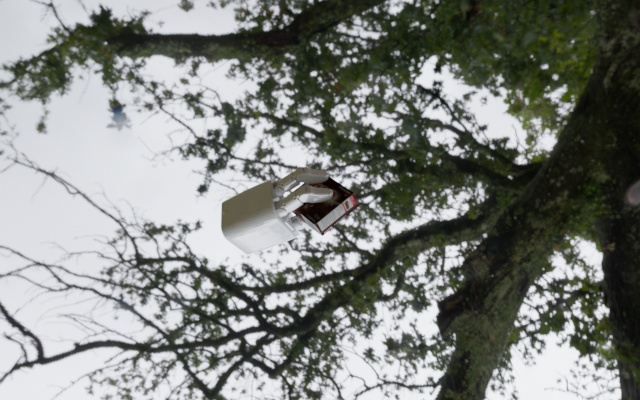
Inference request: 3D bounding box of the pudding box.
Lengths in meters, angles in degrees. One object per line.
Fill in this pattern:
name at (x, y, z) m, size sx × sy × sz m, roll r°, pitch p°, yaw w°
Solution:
pudding box at (0.000, 0.003, 0.852) m, size 0.090 × 0.039 × 0.113 m, roll -39°, pitch 43°, yaw -13°
